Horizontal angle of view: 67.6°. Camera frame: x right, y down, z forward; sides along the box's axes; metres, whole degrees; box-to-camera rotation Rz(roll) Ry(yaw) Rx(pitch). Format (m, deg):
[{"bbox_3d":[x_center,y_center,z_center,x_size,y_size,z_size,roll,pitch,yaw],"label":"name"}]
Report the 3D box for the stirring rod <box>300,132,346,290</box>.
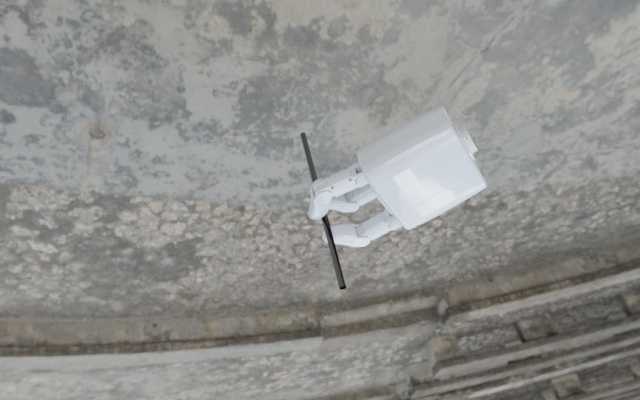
[{"bbox_3d":[0.000,0.002,0.595,0.011,0.239,0.011,-9,-36,-7],"label":"stirring rod"}]
